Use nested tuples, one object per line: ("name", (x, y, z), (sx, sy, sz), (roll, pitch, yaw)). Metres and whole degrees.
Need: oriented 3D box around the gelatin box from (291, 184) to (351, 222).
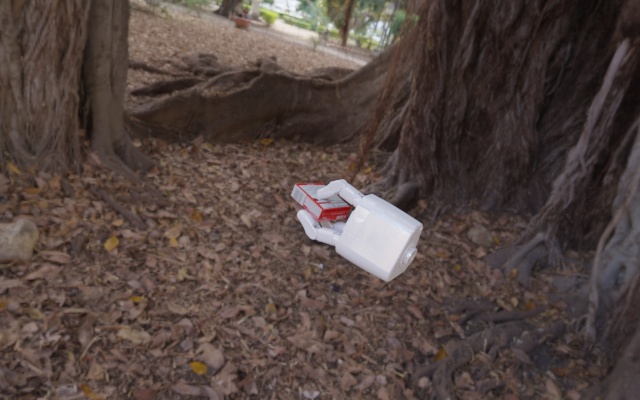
("gelatin box", (0.000, 0.002, 0.883), (0.073, 0.030, 0.089), (-3, 36, -45))
